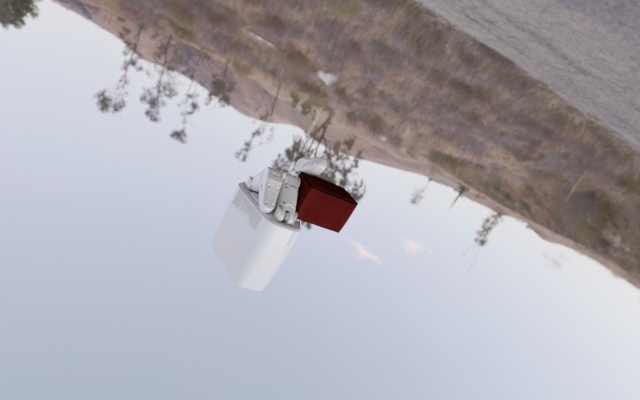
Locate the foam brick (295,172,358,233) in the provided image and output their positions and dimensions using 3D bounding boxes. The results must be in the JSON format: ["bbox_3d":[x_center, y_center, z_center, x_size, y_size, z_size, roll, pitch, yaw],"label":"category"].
[{"bbox_3d":[0.000,0.002,0.661,0.078,0.051,0.053,21,17,-28],"label":"foam brick"}]
